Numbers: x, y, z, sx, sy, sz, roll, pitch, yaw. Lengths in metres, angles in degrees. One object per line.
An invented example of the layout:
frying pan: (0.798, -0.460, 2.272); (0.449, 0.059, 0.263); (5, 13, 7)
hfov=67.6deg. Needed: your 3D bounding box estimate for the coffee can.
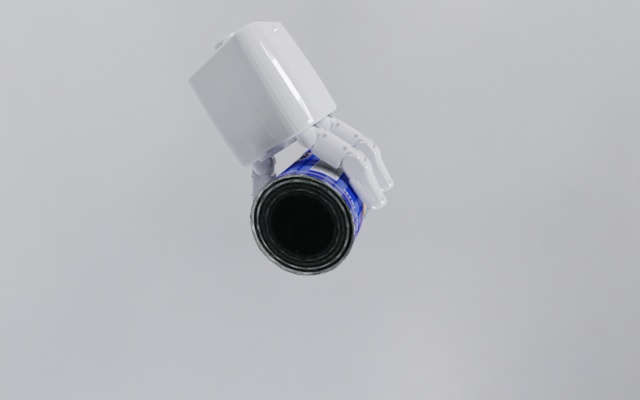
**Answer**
coffee can: (0.000, 0.002, 0.506); (0.103, 0.103, 0.140); (0, 19, 16)
